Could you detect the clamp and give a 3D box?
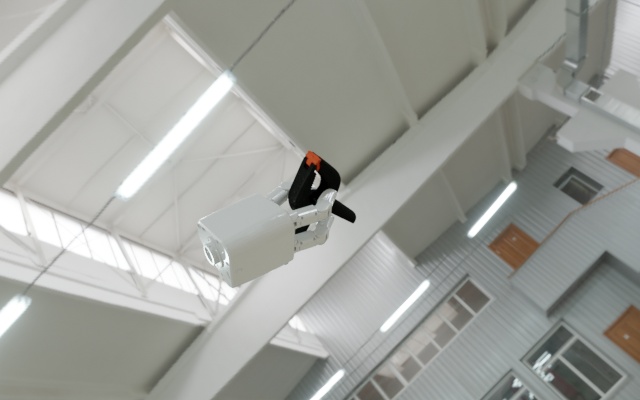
[{"bbox_3d":[-0.001,0.002,0.778,0.164,0.210,0.036,-26,52,-28],"label":"clamp"}]
